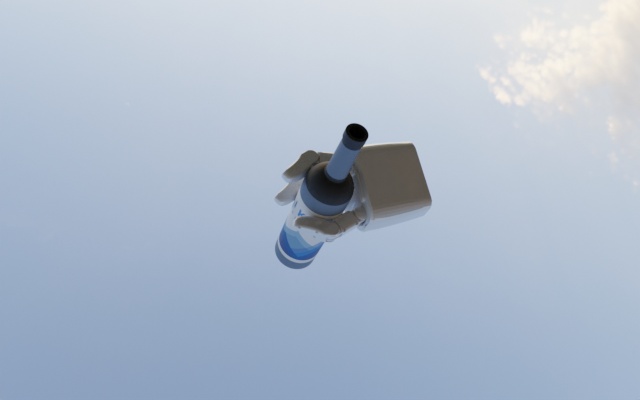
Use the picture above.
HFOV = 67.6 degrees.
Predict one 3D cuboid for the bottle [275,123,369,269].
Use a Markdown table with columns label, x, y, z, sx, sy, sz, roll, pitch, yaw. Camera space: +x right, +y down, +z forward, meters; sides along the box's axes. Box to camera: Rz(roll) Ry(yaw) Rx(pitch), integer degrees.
| label | x | y | z | sx | sy | sz | roll | pitch | yaw |
| --- | --- | --- | --- | --- | --- | --- | --- | --- | --- |
| bottle | 0.000 | 0.002 | 0.646 | 0.069 | 0.069 | 0.296 | 0 | -32 | -19 |
